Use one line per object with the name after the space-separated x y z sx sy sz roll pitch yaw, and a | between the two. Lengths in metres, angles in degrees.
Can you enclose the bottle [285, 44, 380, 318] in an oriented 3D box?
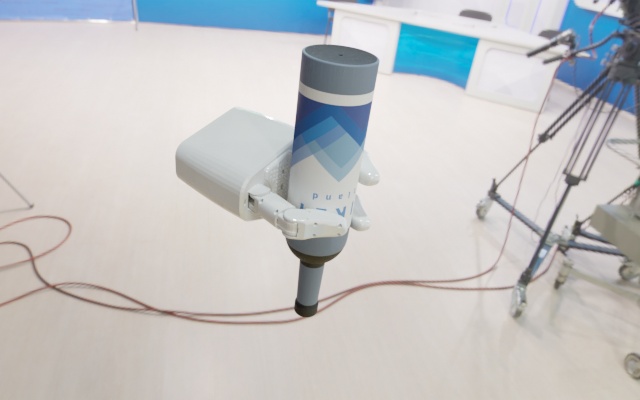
0.000 0.001 0.479 0.069 0.296 0.069 6 31 -3 | bottle
